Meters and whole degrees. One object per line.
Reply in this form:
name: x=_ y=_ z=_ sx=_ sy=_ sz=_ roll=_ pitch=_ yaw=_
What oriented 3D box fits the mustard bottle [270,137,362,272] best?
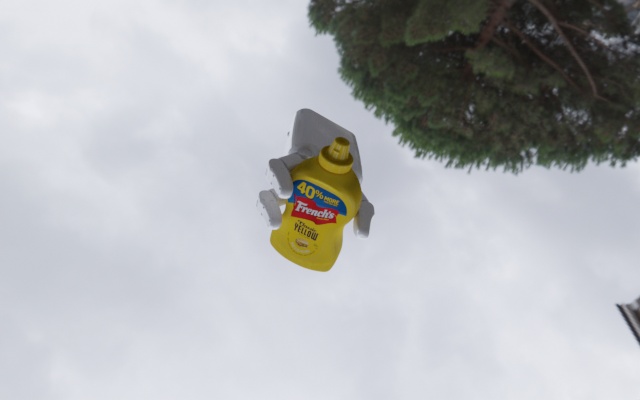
mustard bottle: x=0.000 y=0.002 z=0.607 sx=0.096 sy=0.192 sz=0.058 roll=27 pitch=38 yaw=9
